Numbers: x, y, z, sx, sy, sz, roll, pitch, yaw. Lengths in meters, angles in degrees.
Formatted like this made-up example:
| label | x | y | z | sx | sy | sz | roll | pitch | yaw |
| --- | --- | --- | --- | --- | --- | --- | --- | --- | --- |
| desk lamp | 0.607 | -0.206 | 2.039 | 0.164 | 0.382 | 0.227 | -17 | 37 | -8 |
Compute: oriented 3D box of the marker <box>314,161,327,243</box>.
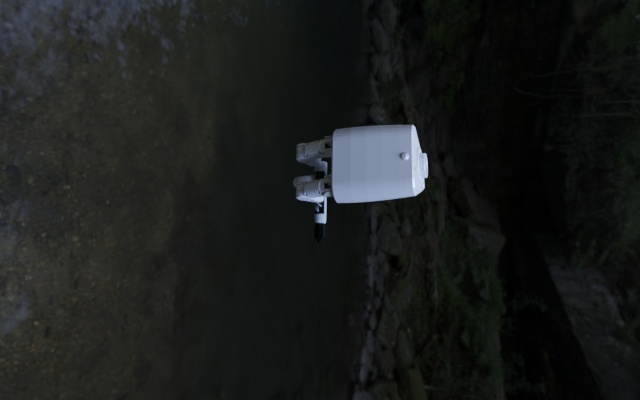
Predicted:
| label | x | y | z | sx | sy | sz | roll | pitch | yaw |
| --- | --- | --- | --- | --- | --- | --- | --- | --- | --- |
| marker | 0.000 | 0.002 | 0.708 | 0.020 | 0.121 | 0.020 | 1 | -10 | 0 |
